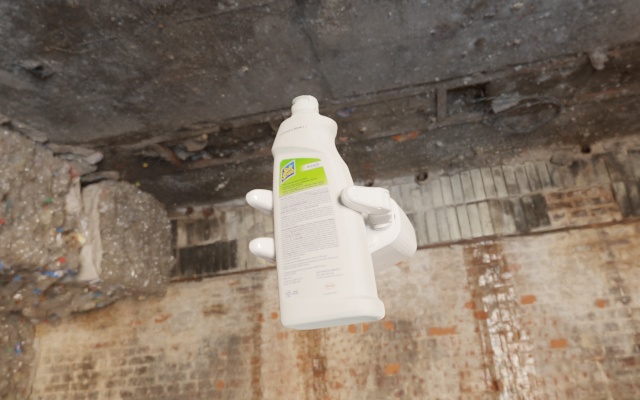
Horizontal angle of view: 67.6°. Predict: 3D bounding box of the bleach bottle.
[{"bbox_3d":[0.000,0.002,0.503,0.102,0.250,0.068,-12,-22,18],"label":"bleach bottle"}]
